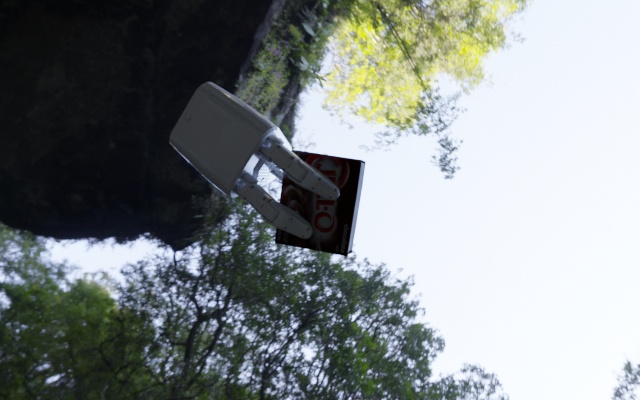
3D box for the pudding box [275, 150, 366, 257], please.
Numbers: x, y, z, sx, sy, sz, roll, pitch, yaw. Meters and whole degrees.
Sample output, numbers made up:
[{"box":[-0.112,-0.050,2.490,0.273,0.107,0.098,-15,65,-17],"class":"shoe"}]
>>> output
[{"box":[0.000,0.002,0.560,0.090,0.113,0.039,9,7,16],"class":"pudding box"}]
